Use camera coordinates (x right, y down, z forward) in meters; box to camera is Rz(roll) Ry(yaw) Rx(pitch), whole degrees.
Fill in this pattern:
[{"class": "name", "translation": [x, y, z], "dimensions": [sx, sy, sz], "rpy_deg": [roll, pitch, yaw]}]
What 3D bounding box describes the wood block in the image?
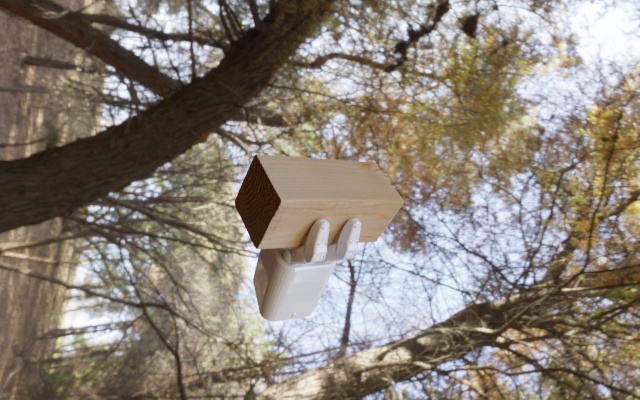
[{"class": "wood block", "translation": [0.000, 0.002, 0.665], "dimensions": [0.206, 0.090, 0.090], "rpy_deg": [0, 43, -37]}]
